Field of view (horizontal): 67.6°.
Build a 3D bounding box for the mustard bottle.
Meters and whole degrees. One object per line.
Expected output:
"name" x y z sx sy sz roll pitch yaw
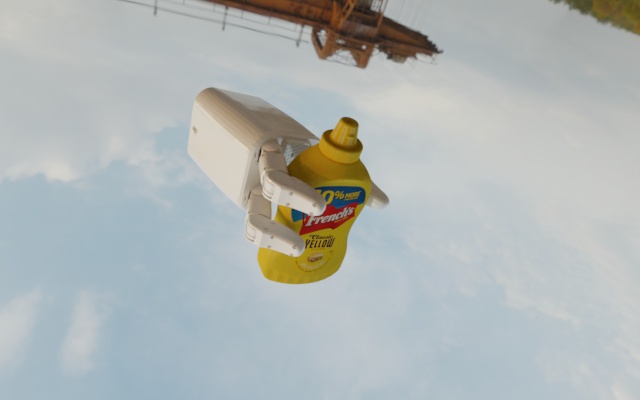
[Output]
"mustard bottle" 0.000 0.002 0.487 0.096 0.192 0.058 0 39 -26
